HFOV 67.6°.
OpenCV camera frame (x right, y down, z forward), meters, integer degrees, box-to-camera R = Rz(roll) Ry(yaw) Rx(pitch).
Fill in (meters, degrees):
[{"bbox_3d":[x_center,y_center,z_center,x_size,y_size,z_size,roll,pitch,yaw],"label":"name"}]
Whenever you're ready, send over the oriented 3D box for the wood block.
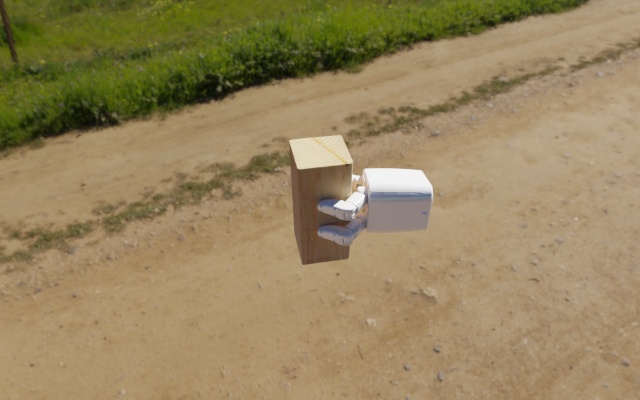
[{"bbox_3d":[0.000,0.002,0.822,0.090,0.206,0.090,-7,38,-8],"label":"wood block"}]
